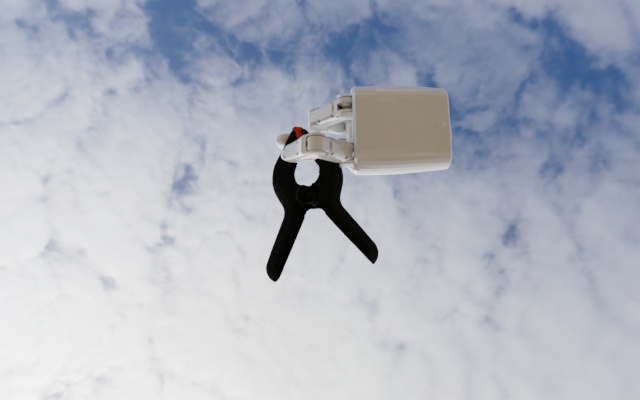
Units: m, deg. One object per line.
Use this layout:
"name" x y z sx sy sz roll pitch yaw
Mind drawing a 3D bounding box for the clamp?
"clamp" 0.000 0.002 0.525 0.120 0.171 0.039 -1 -11 -1
